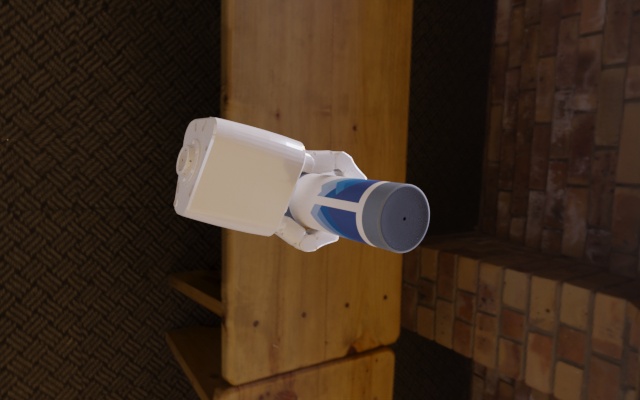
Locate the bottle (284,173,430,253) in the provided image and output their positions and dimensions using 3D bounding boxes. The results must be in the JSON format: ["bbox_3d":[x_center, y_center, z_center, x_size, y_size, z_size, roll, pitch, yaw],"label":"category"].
[{"bbox_3d":[0.000,0.002,0.574,0.069,0.069,0.295,0,6,-33],"label":"bottle"}]
